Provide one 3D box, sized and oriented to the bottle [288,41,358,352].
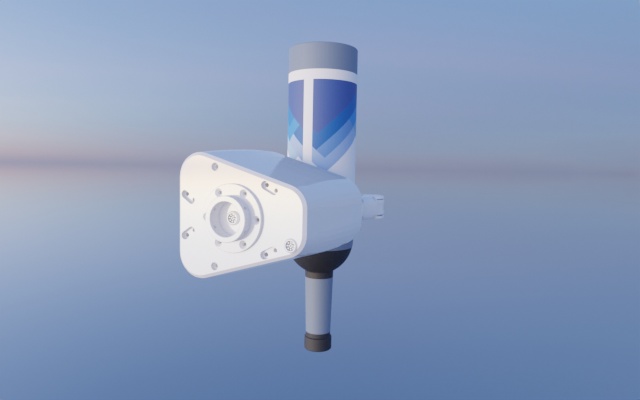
[{"bbox_3d":[0.000,0.001,0.472,0.069,0.296,0.069,1,4,0],"label":"bottle"}]
